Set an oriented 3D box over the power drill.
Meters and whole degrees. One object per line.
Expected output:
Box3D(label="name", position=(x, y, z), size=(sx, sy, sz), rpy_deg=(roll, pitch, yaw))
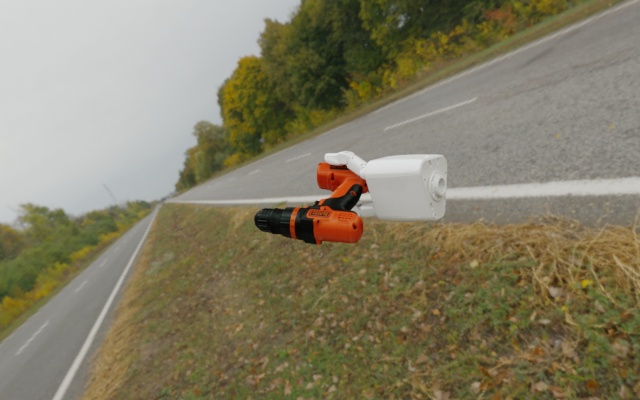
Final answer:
Box3D(label="power drill", position=(0.001, 0.002, 0.819), size=(0.184, 0.057, 0.187), rpy_deg=(6, 37, 19))
